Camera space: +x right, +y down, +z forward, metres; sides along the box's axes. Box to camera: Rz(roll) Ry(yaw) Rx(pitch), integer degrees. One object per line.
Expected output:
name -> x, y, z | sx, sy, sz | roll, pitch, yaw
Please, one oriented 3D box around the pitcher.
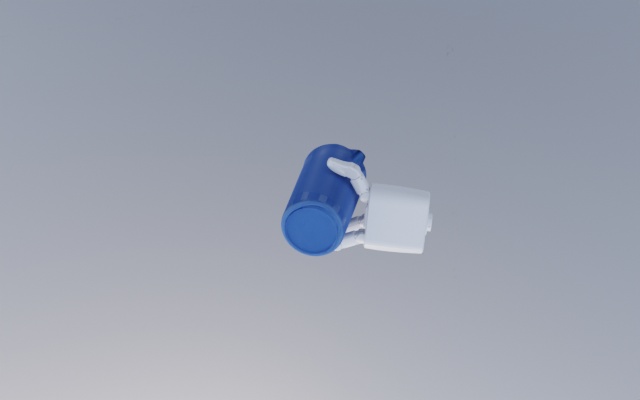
pitcher -> 0.000, 0.003, 0.890 | 0.145, 0.149, 0.242 | 7, 28, 9
